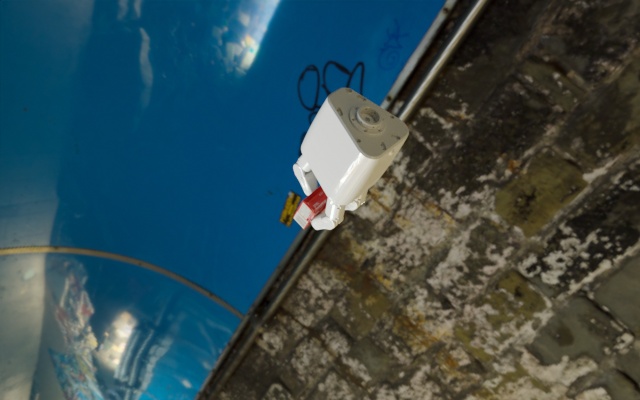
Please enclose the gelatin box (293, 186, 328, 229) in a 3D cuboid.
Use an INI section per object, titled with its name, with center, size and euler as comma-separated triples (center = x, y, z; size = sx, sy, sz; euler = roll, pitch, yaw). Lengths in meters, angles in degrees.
[gelatin box]
center = 0.000, 0.002, 0.741
size = 0.073, 0.030, 0.089
euler = -40, -6, -22
